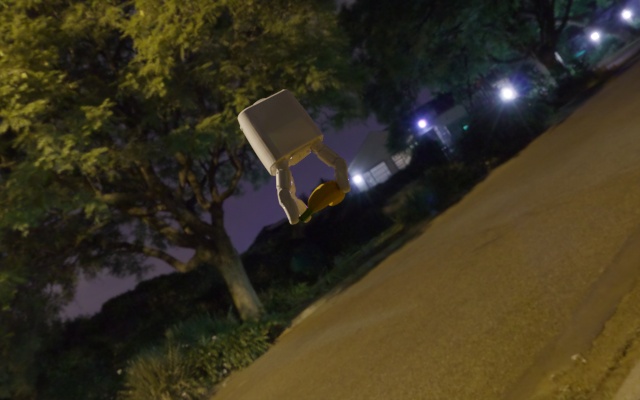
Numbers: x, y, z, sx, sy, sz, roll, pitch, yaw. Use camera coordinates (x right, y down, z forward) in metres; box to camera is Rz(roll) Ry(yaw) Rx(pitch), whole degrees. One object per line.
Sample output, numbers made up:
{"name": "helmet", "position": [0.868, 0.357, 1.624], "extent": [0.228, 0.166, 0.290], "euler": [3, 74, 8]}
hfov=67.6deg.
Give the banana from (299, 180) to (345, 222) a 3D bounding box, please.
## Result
{"name": "banana", "position": [0.013, -0.008, 0.856], "extent": [0.069, 0.037, 0.198], "euler": [-39, -6, 18]}
